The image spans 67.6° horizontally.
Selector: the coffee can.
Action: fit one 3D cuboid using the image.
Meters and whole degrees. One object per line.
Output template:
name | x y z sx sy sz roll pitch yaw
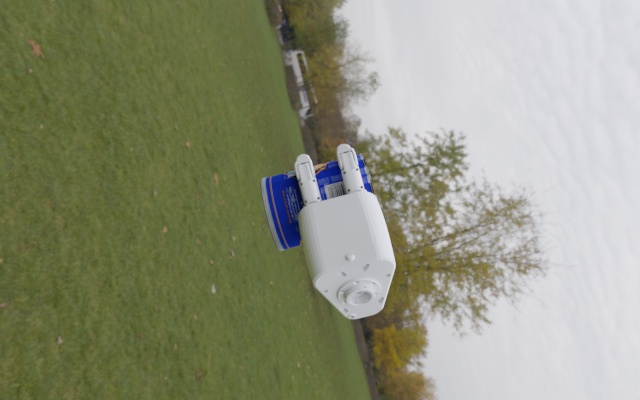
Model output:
coffee can | 0.000 0.002 0.650 0.140 0.103 0.103 -14 -1 2
